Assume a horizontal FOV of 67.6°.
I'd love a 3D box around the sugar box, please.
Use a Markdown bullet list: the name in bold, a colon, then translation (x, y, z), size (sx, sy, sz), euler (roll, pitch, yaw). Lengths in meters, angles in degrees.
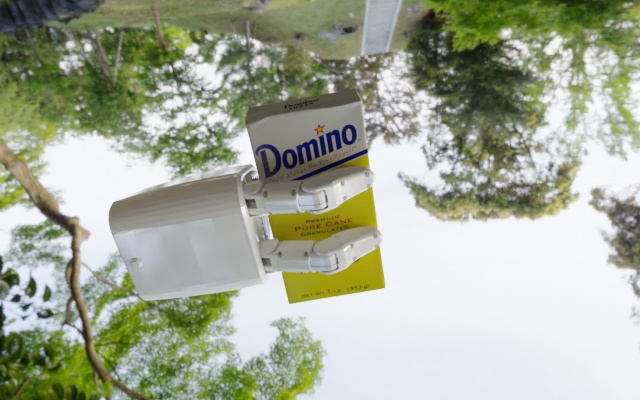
- **sugar box**: translation (0.000, 0.002, 0.411), size (0.093, 0.176, 0.048), euler (-11, 28, 1)
